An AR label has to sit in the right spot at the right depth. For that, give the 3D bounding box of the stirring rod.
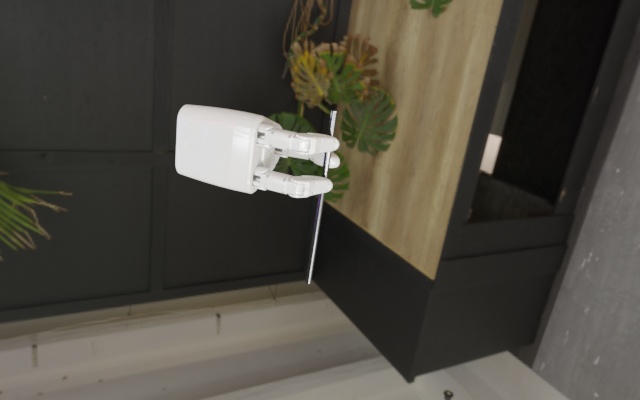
[{"bbox_3d":[0.000,0.002,0.625,0.011,0.240,0.011,8,20,-3],"label":"stirring rod"}]
